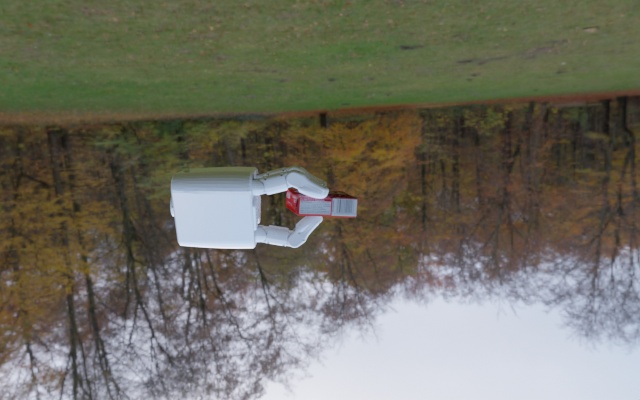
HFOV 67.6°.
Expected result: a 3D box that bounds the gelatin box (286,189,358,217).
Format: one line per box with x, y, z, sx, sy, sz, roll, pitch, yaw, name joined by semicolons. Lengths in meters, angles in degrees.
0.000;0.003;0.685;0.089;0.030;0.073;2;8;-16;gelatin box
